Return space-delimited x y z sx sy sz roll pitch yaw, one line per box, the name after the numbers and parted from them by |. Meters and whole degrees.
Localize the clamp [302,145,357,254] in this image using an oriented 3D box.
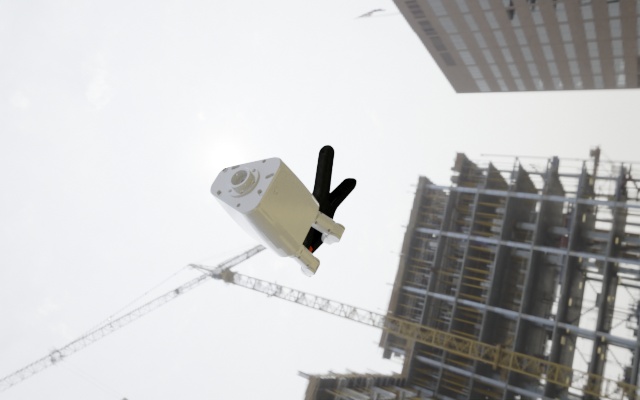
0.000 0.003 0.736 0.039 0.171 0.120 8 -30 35 | clamp
